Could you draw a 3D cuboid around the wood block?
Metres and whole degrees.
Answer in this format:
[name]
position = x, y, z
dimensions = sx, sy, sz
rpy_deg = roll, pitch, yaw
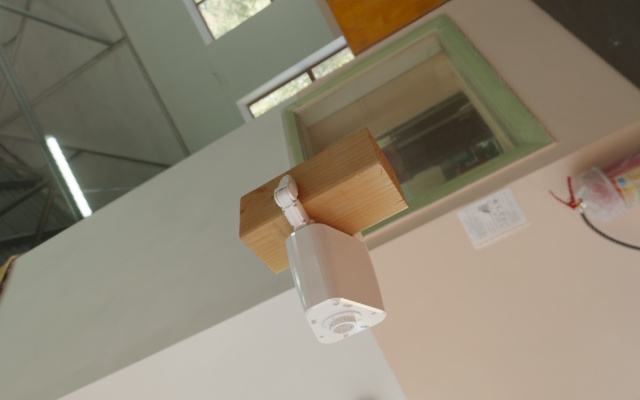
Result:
[wood block]
position = 0.000, 0.002, 0.650
dimensions = 0.206, 0.091, 0.090
rpy_deg = -28, 36, 14
